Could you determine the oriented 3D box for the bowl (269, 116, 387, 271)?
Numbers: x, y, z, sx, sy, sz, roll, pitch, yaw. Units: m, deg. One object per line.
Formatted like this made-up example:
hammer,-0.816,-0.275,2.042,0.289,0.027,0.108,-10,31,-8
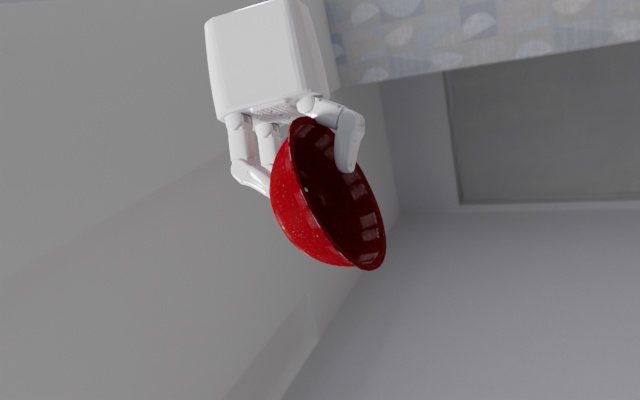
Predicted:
bowl,0.000,0.003,0.465,0.055,0.162,0.162,-28,-12,24
